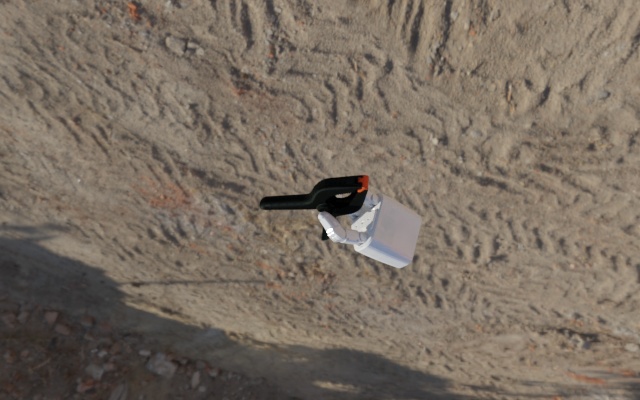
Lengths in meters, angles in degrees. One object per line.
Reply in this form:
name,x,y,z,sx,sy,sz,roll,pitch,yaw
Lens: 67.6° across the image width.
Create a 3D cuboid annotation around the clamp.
clamp,0.001,0.003,0.852,0.164,0.036,0.210,24,-36,-25
